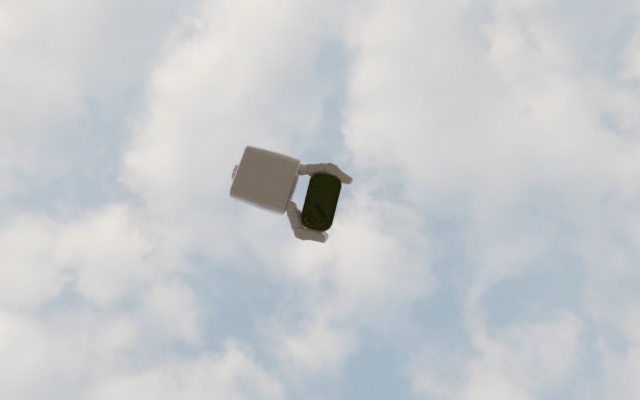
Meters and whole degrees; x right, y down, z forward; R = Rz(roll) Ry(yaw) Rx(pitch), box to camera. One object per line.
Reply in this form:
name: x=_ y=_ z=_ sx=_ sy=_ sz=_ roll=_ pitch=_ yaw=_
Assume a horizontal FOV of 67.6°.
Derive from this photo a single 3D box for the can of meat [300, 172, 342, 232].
can of meat: x=0.000 y=0.003 z=0.864 sx=0.057 sy=0.102 sz=0.084 roll=14 pitch=-1 yaw=-1
